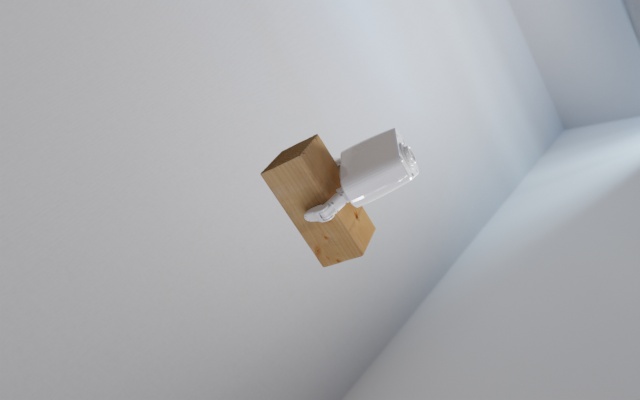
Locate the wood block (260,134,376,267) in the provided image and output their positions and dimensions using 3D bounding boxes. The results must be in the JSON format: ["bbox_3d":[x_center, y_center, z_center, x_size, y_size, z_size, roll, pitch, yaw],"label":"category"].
[{"bbox_3d":[0.000,0.003,0.837,0.090,0.206,0.090,-21,20,33],"label":"wood block"}]
